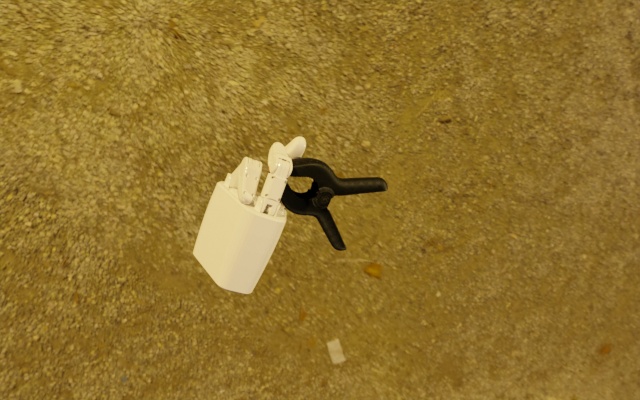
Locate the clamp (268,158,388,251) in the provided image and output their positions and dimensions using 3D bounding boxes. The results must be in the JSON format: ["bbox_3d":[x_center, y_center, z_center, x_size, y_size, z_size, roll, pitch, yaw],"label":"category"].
[{"bbox_3d":[0.000,0.002,0.647,0.171,0.120,0.039,19,10,-25],"label":"clamp"}]
